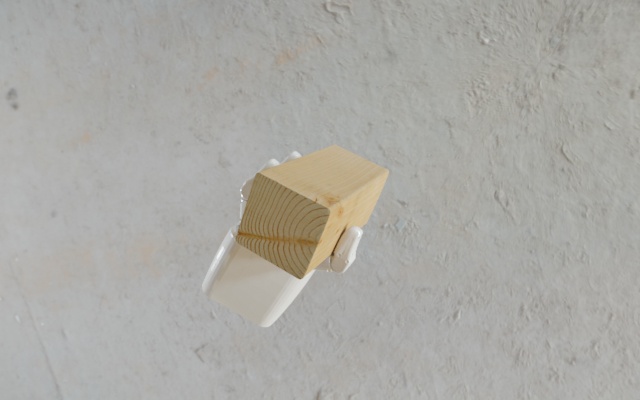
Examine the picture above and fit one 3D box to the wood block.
[{"bbox_3d":[0.000,0.002,0.582,0.091,0.090,0.206,28,24,15],"label":"wood block"}]
